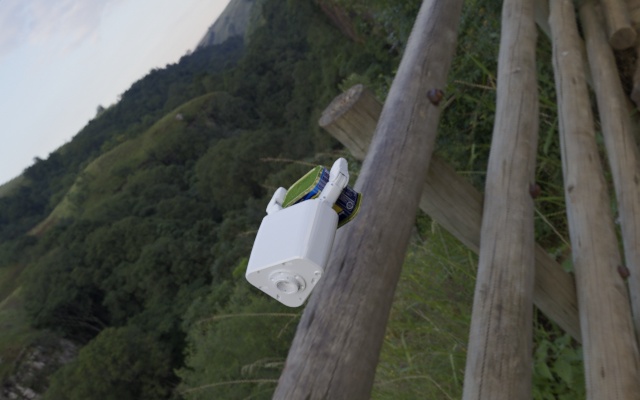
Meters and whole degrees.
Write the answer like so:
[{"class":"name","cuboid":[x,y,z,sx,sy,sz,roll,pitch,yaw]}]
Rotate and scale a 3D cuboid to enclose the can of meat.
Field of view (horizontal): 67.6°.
[{"class":"can of meat","cuboid":[0.000,0.002,0.741,0.084,0.057,0.102,36,-46,-20]}]
